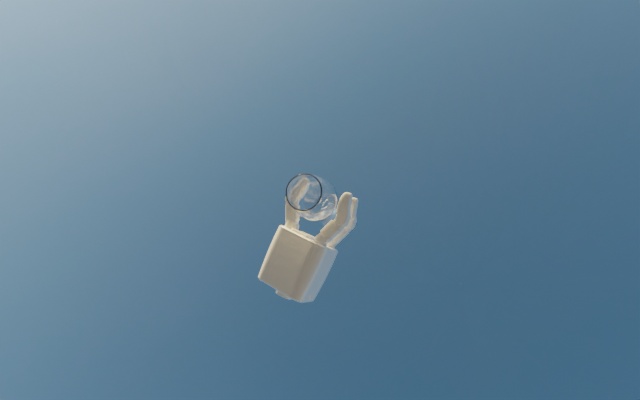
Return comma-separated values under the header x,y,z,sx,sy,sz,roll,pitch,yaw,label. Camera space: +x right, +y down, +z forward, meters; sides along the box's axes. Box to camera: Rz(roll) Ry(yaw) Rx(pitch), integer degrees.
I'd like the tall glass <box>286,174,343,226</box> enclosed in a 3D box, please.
x,y,z,sx,sy,sz,roll,pitch,yaw,label
0.000,0.003,0.860,0.079,0.079,0.201,0,-10,16,tall glass
